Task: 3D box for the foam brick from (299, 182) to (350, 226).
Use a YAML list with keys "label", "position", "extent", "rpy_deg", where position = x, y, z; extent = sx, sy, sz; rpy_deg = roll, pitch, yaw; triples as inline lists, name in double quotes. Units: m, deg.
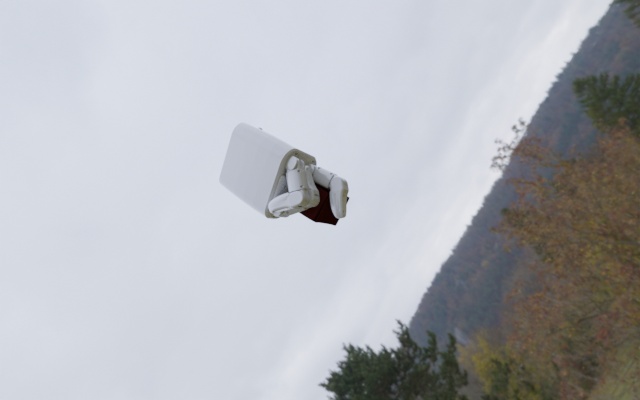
- label: "foam brick"
  position: [0.000, 0.003, 0.735]
  extent: [0.051, 0.053, 0.078]
  rpy_deg: [30, 6, 25]
